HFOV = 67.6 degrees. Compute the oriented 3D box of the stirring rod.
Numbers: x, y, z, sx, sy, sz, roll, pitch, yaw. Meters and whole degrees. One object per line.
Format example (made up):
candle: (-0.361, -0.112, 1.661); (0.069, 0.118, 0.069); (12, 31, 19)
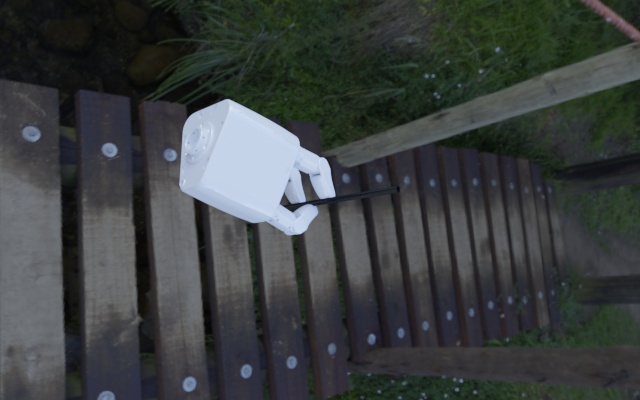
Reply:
stirring rod: (0.000, 0.002, 0.631); (0.239, 0.011, 0.011); (-10, -6, 41)
